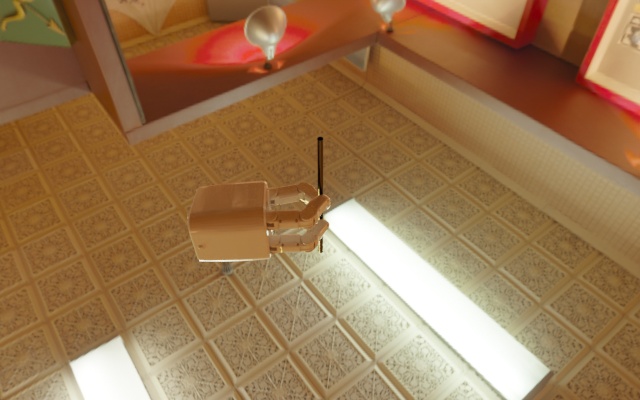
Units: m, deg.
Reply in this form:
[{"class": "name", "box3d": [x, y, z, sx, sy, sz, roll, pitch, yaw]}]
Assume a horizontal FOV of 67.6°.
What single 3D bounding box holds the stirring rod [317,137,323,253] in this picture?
[{"class": "stirring rod", "box3d": [0.000, 0.002, 0.701, 0.011, 0.011, 0.240, 0, -43, 0]}]
